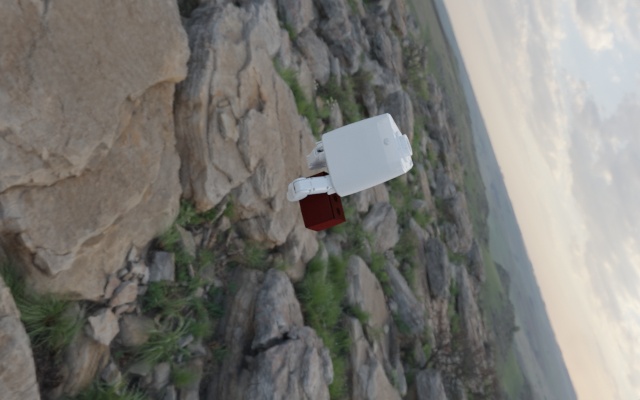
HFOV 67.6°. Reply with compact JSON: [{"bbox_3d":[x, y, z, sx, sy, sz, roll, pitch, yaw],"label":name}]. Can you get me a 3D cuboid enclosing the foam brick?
[{"bbox_3d":[0.000,0.003,0.740,0.051,0.078,0.053,-18,-13,18],"label":"foam brick"}]
